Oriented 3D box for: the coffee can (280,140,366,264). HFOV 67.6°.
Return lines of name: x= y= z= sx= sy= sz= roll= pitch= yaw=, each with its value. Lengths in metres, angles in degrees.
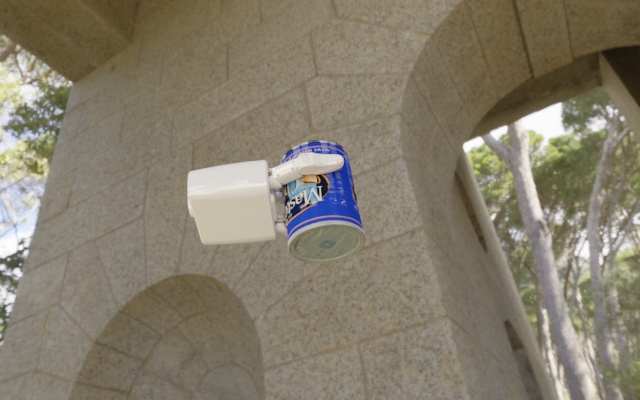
coffee can: x=0.000 y=0.002 z=0.663 sx=0.103 sy=0.140 sz=0.103 roll=-6 pitch=-34 yaw=-4
